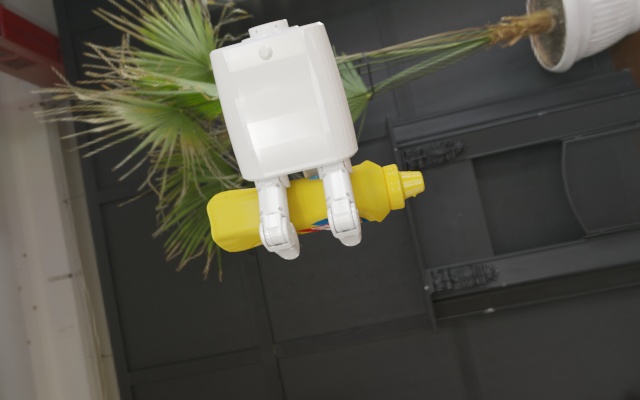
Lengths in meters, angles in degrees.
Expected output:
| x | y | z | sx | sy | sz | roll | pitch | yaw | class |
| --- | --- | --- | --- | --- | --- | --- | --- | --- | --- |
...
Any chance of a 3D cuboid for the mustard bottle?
| x | y | z | sx | sy | sz | roll | pitch | yaw | class |
| --- | --- | --- | --- | --- | --- | --- | --- | --- | --- |
| 0.000 | 0.002 | 0.447 | 0.191 | 0.058 | 0.096 | -12 | -6 | 7 | mustard bottle |
